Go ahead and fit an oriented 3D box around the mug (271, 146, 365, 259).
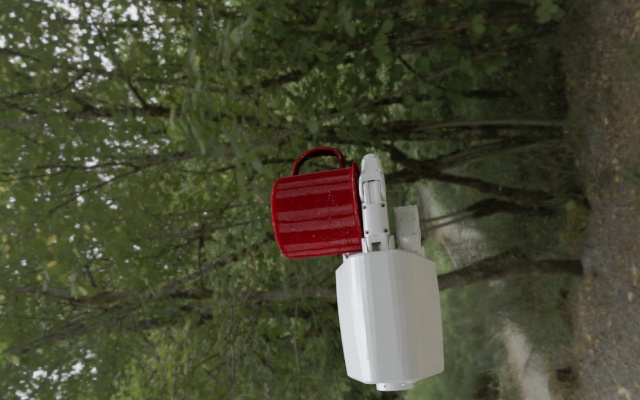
[{"bbox_3d":[0.000,0.000,0.472,0.081,0.117,0.093,-7,-17,9],"label":"mug"}]
